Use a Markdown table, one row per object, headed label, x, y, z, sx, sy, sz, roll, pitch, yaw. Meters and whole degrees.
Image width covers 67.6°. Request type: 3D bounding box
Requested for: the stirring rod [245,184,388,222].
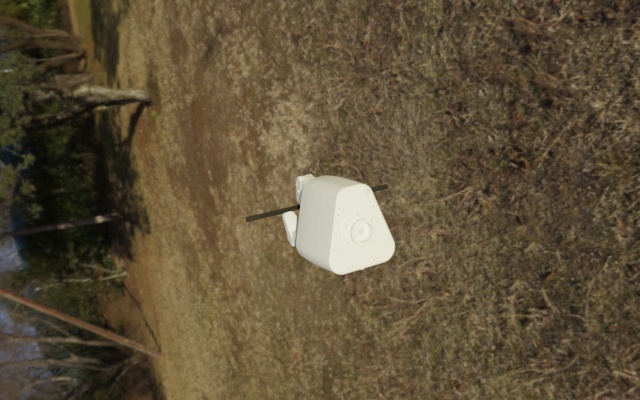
| label | x | y | z | sx | sy | sz | roll | pitch | yaw |
| --- | --- | --- | --- | --- | --- | --- | --- | --- | --- |
| stirring rod | 0.000 | 0.002 | 0.744 | 0.239 | 0.011 | 0.011 | -13 | 5 | -21 |
